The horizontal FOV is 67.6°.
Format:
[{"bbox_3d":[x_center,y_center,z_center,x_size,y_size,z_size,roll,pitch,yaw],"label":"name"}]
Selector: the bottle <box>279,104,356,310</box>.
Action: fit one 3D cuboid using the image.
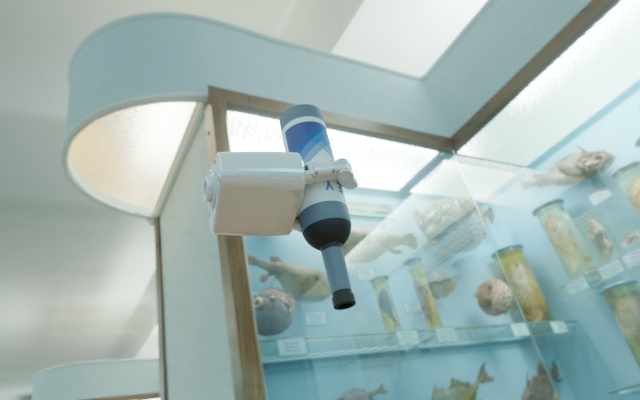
[{"bbox_3d":[0.000,0.002,0.643,0.069,0.295,0.069,-10,-30,-6],"label":"bottle"}]
